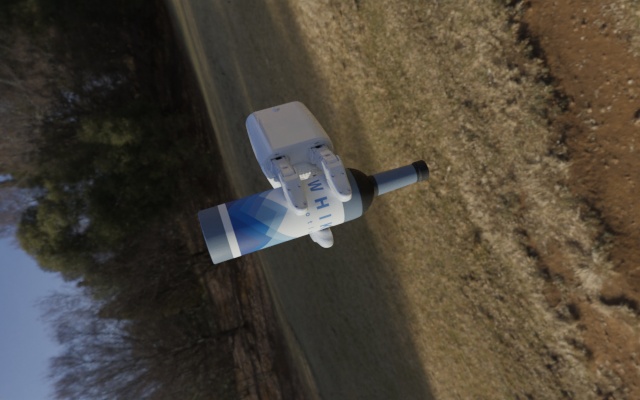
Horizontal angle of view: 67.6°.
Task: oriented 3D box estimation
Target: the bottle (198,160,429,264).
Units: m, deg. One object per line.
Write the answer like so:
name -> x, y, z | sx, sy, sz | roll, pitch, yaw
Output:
bottle -> 0.000, 0.002, 0.603 | 0.295, 0.069, 0.069 | -17, 3, -11
